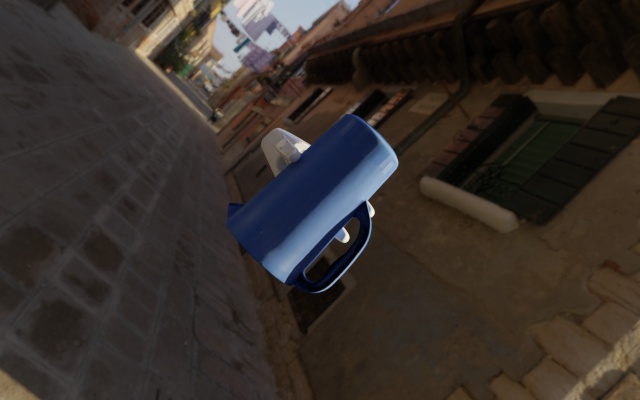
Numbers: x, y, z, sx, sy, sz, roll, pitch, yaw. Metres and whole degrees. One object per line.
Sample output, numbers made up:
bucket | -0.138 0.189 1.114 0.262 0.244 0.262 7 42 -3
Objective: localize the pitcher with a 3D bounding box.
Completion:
pitcher | 0.000 0.002 0.685 0.149 0.243 0.145 45 -1 -32
